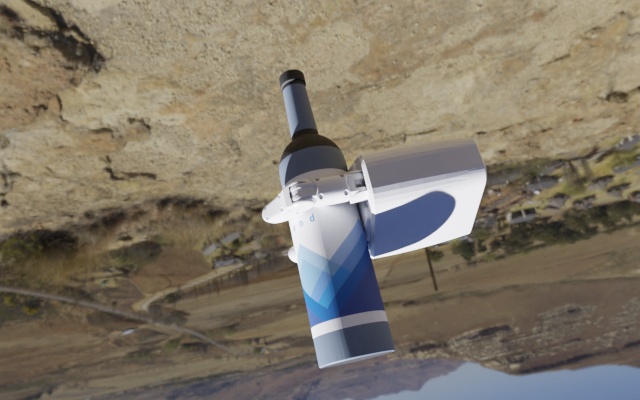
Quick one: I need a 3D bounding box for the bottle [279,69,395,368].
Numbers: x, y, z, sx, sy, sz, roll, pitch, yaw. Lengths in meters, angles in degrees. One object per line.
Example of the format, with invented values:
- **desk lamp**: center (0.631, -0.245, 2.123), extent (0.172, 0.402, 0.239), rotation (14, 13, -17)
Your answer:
- **bottle**: center (0.000, 0.002, 0.458), extent (0.069, 0.295, 0.069), rotation (-11, -21, -4)
